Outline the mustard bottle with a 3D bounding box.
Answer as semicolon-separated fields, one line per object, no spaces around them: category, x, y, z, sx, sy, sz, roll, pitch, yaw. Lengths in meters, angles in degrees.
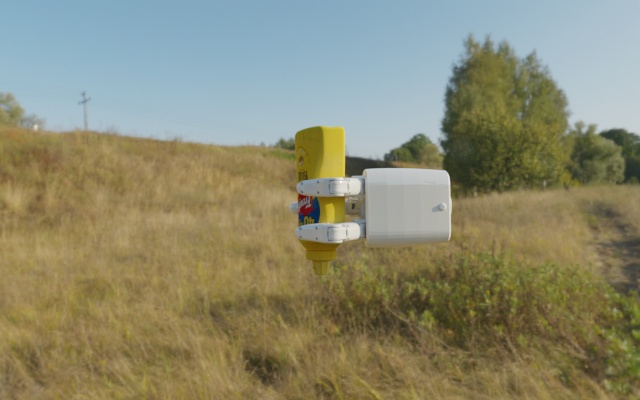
mustard bottle;0.000;0.002;0.632;0.058;0.191;0.096;-2;1;-24
